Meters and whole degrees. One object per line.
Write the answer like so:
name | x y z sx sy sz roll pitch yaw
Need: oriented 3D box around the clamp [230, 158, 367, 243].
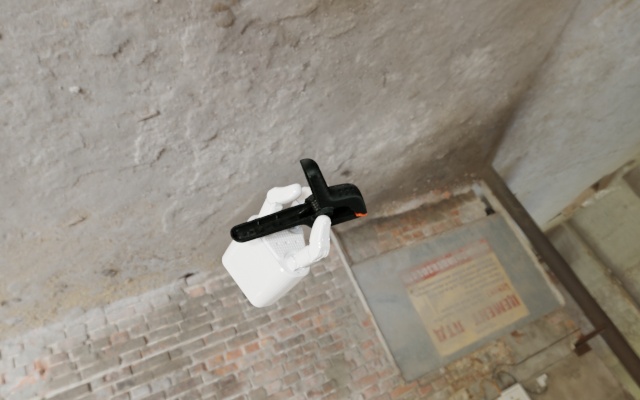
clamp | 0.001 0.003 0.653 0.210 0.036 0.165 -1 -33 -43
